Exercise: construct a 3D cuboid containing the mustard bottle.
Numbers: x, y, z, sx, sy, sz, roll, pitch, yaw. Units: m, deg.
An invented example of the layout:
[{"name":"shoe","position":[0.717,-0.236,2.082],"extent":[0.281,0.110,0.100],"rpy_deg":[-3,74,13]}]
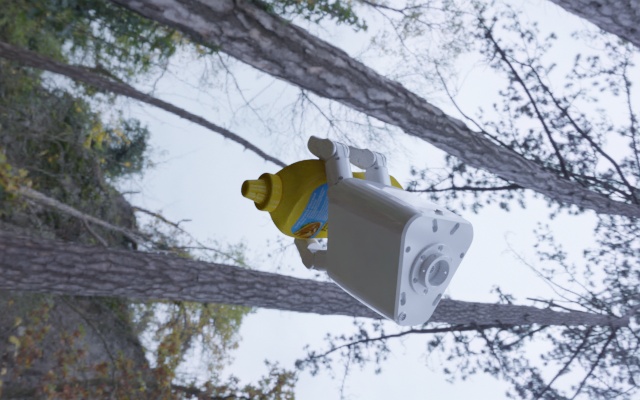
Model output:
[{"name":"mustard bottle","position":[0.000,0.002,0.536],"extent":[0.191,0.096,0.058],"rpy_deg":[10,35,-36]}]
